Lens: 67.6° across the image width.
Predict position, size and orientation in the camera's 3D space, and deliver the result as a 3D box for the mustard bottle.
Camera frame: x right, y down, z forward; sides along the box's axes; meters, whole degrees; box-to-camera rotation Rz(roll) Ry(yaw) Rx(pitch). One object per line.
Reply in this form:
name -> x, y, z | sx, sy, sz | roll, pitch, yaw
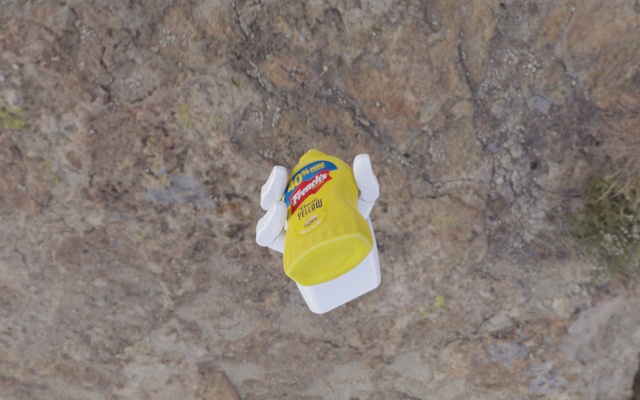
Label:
mustard bottle -> 0.000, 0.002, 0.553 | 0.096, 0.191, 0.058 | -33, -54, 20
